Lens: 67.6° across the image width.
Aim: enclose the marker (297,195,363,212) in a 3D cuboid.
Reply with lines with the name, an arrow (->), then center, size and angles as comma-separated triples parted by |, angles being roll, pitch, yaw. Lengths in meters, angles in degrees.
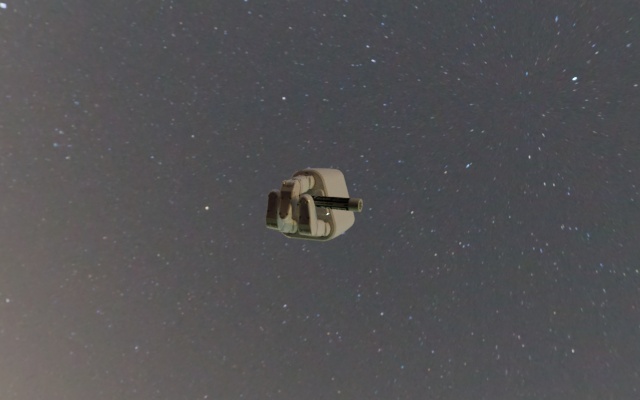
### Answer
marker -> 0.000, 0.002, 0.685 | 0.121, 0.020, 0.020 | 5, 2, 22
